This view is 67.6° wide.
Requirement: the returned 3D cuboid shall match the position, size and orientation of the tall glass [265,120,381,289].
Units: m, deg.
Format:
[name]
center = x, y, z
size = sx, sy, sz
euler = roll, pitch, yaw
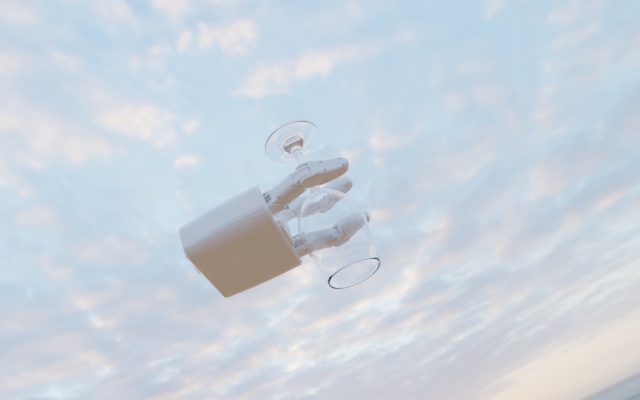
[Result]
[tall glass]
center = 0.000, 0.001, 0.561
size = 0.079, 0.201, 0.079
euler = -18, -32, -12
